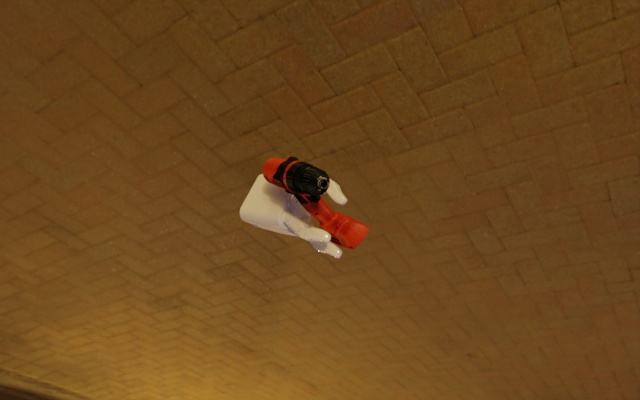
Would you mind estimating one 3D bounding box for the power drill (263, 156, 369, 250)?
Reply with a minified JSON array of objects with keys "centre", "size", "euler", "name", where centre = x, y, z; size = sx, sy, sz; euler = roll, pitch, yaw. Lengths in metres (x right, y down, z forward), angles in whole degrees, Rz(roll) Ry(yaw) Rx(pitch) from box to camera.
[{"centre":[0.000,0.003,0.804],"size":[0.188,0.057,0.184],"euler":[48,-13,-29],"name":"power drill"}]
